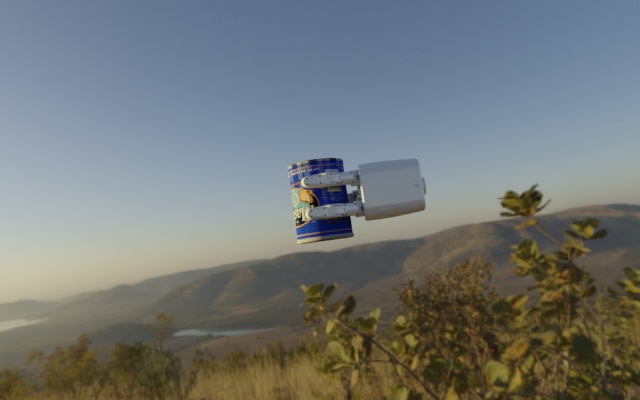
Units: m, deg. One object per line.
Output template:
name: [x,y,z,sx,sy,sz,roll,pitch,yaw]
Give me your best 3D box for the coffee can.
coffee can: [0.000,0.003,0.862,0.103,0.140,0.103,-8,-6,-1]
